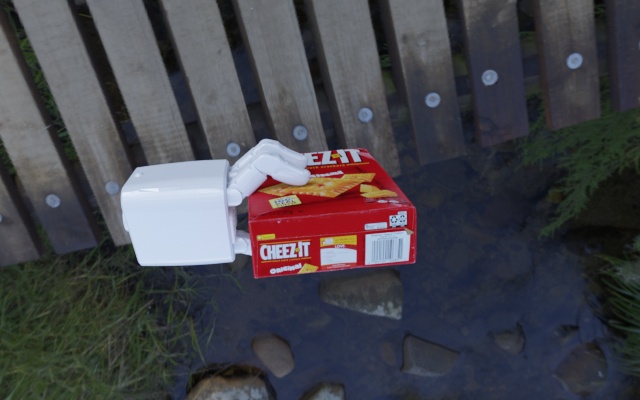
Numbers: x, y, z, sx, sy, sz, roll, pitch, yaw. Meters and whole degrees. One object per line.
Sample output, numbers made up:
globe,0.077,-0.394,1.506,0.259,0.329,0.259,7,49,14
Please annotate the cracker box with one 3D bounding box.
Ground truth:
cracker box,0.000,0.002,0.553,0.164,0.072,0.213,-5,22,-6
